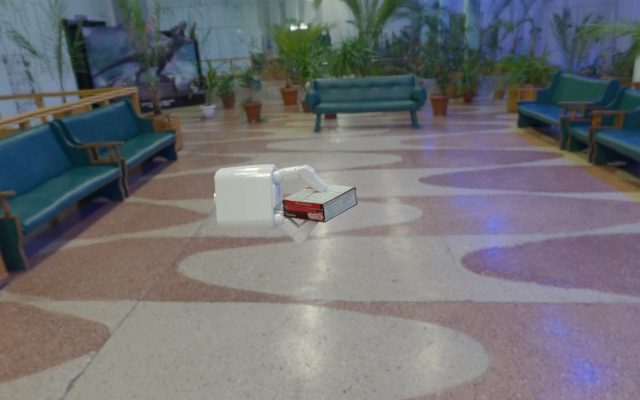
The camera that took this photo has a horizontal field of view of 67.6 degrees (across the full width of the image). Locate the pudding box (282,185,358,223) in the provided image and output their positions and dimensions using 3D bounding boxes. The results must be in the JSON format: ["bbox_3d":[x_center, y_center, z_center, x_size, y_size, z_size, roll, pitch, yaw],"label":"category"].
[{"bbox_3d":[0.000,0.003,0.857,0.090,0.039,0.113,8,23,34],"label":"pudding box"}]
